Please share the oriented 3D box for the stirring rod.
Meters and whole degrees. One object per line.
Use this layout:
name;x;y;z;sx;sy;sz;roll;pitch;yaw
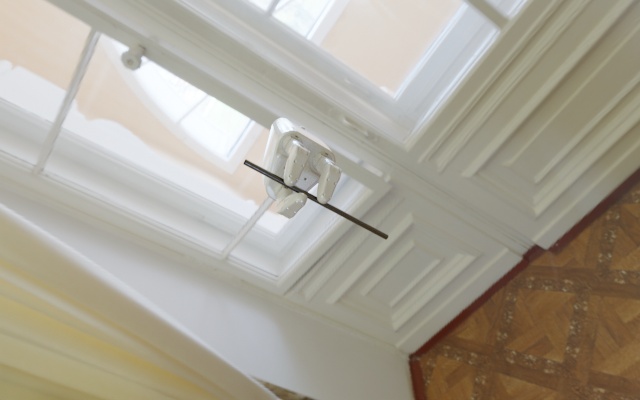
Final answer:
stirring rod;0.000;0.002;0.665;0.239;0.011;0.011;28;-11;-22
